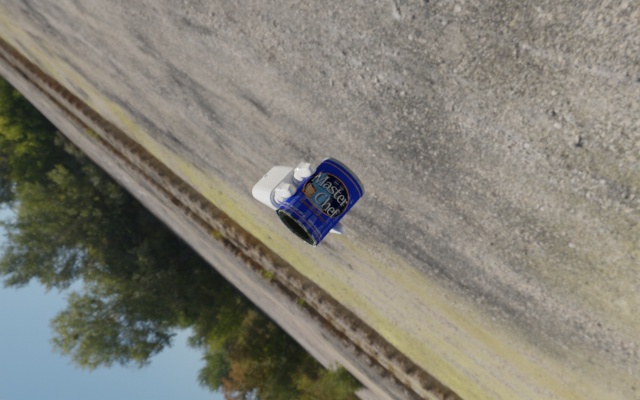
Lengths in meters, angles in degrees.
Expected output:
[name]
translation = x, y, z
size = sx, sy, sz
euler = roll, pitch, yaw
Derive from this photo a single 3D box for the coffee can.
[coffee can]
translation = 0.000, 0.003, 0.896
size = 0.103, 0.140, 0.103
euler = 39, -17, 14
